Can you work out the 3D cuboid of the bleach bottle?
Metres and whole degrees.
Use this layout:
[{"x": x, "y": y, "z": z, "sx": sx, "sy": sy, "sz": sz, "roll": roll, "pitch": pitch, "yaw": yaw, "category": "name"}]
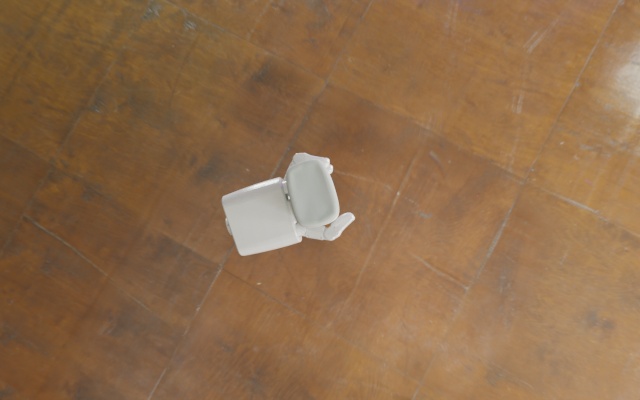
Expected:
[{"x": 0.000, "y": 0.003, "z": 0.812, "sx": 0.068, "sy": 0.102, "sz": 0.251, "roll": -16, "pitch": -9, "yaw": 4, "category": "bleach bottle"}]
